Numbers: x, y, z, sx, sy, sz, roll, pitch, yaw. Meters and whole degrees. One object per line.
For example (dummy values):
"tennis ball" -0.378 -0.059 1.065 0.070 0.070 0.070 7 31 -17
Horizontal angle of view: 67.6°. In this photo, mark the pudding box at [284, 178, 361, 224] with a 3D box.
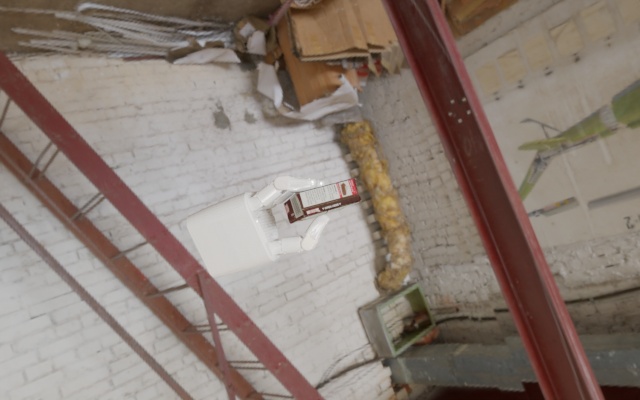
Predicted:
"pudding box" 0.000 0.002 0.704 0.090 0.039 0.113 -16 -2 -15
